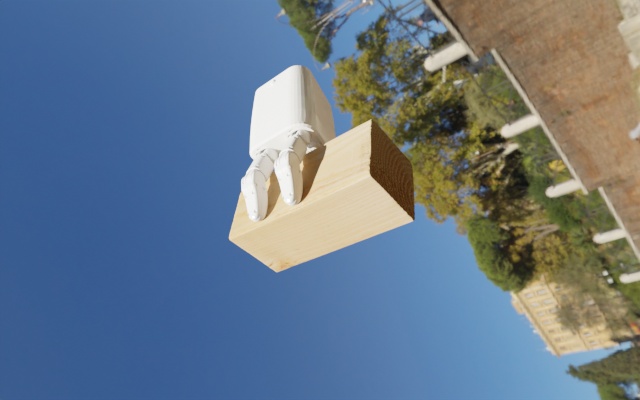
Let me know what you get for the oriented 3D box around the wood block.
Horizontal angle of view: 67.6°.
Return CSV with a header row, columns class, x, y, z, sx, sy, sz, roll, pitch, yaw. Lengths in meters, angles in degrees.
class,x,y,z,sx,sy,sz,roll,pitch,yaw
wood block,0.000,0.002,0.575,0.206,0.090,0.091,-25,-49,32
